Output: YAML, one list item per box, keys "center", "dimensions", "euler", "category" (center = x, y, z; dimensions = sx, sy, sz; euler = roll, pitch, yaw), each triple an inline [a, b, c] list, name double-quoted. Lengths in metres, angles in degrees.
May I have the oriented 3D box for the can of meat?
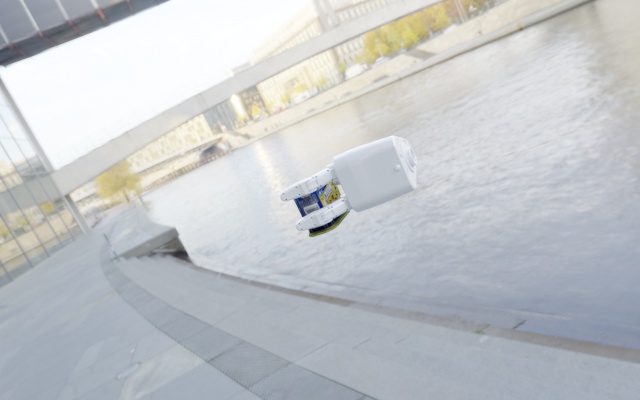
- center: [0.000, 0.002, 0.820]
  dimensions: [0.057, 0.084, 0.102]
  euler: [-19, 12, 27]
  category: "can of meat"
